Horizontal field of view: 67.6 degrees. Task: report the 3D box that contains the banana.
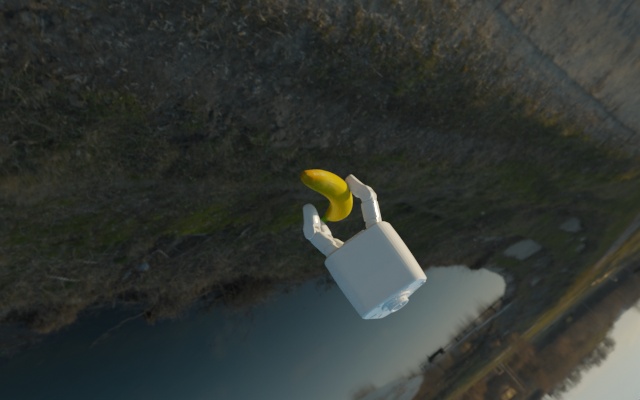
[{"bbox_3d":[0.017,-0.005,0.774,0.069,0.037,0.198,-27,-26,-4],"label":"banana"}]
